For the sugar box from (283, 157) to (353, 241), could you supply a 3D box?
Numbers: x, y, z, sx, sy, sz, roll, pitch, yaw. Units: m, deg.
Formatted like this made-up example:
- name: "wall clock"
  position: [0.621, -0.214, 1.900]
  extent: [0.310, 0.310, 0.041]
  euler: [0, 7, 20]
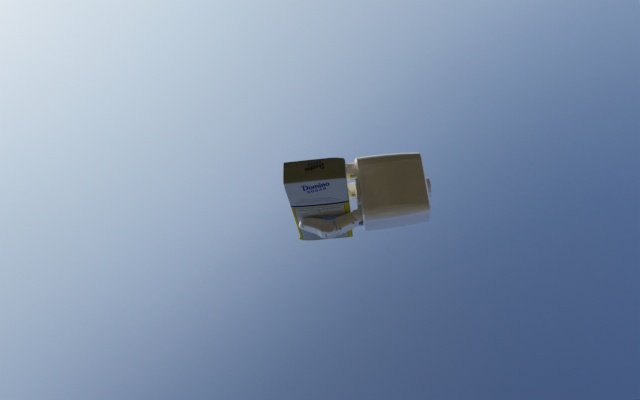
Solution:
- name: "sugar box"
  position: [0.000, 0.002, 0.755]
  extent: [0.093, 0.048, 0.176]
  euler: [-5, -35, 3]
